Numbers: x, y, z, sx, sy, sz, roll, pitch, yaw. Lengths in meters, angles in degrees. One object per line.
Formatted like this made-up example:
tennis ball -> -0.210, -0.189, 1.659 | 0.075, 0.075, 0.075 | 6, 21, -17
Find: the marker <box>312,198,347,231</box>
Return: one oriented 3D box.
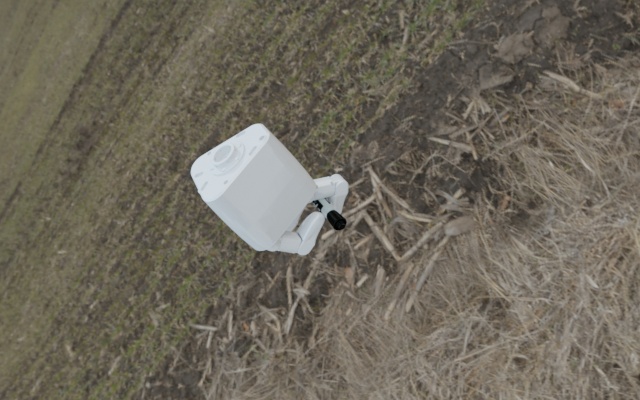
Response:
marker -> 0.000, 0.002, 0.629 | 0.020, 0.020, 0.121 | 0, 30, -30
